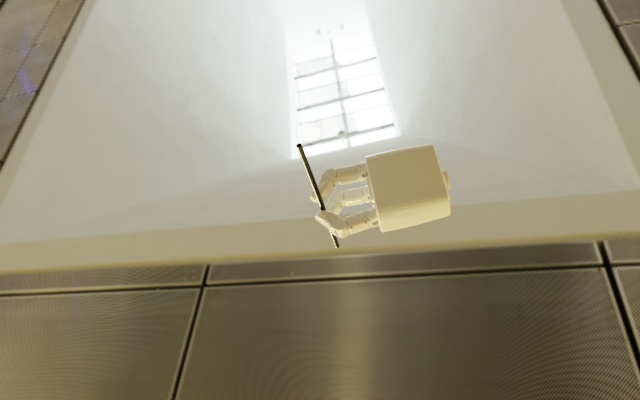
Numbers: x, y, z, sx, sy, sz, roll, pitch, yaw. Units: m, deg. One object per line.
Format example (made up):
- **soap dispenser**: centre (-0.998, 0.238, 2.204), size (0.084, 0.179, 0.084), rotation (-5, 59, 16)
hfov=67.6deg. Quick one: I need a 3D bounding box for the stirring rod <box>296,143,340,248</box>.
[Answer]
- **stirring rod**: centre (0.000, 0.002, 0.715), size (0.011, 0.011, 0.240), rotation (0, -38, 17)
